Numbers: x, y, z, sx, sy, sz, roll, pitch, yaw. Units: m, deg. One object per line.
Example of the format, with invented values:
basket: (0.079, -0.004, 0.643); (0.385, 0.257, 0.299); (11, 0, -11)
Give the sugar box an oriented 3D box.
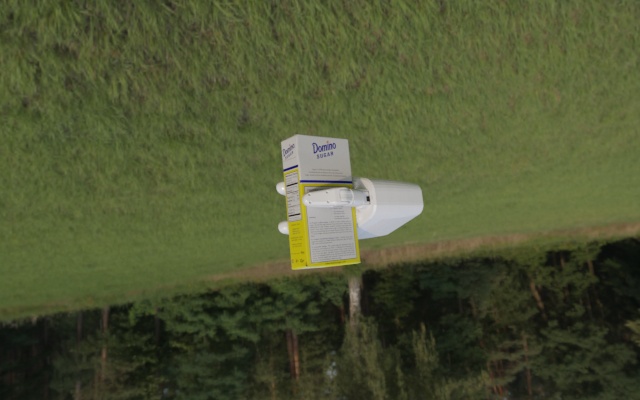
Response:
sugar box: (0.000, 0.002, 0.654); (0.093, 0.176, 0.048); (0, -11, -38)
